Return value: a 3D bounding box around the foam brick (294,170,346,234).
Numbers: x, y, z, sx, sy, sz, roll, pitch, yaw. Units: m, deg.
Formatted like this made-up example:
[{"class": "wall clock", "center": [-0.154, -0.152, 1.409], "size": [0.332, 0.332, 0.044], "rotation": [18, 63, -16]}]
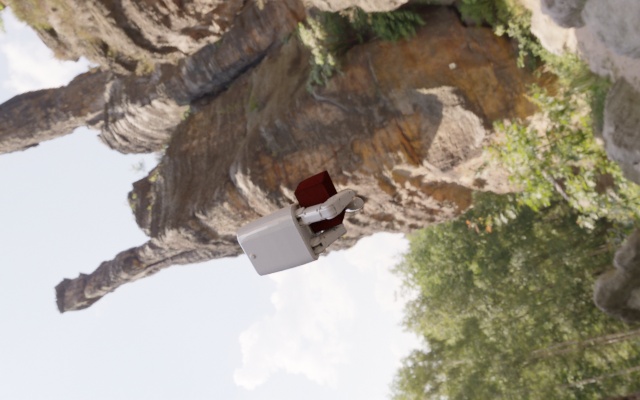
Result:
[{"class": "foam brick", "center": [0.000, 0.002, 0.760], "size": [0.051, 0.078, 0.053], "rotation": [-20, 19, 18]}]
